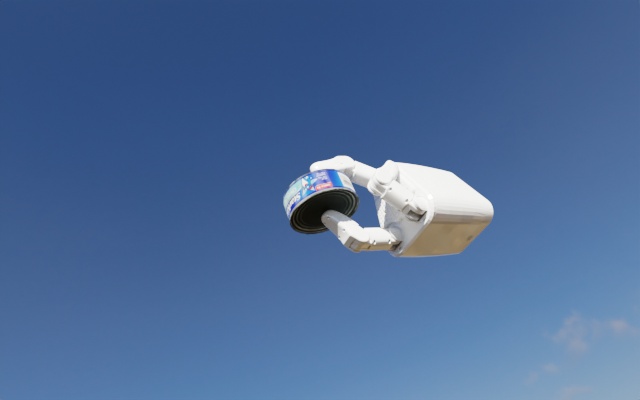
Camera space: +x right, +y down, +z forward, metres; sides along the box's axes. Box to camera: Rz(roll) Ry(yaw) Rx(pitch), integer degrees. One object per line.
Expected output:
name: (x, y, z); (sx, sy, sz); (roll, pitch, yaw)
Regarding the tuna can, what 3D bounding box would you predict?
tuna can: (0.000, 0.001, 0.563); (0.086, 0.033, 0.086); (-16, -34, -11)
